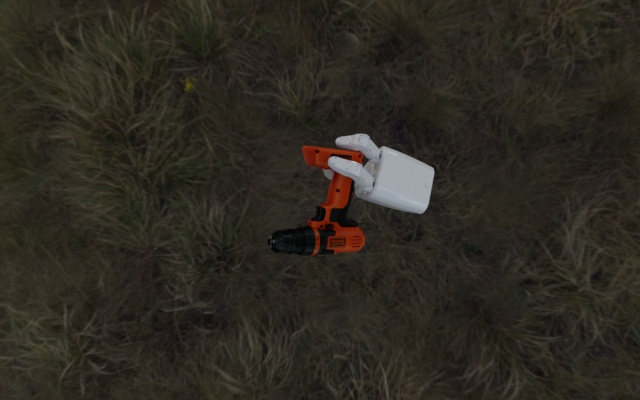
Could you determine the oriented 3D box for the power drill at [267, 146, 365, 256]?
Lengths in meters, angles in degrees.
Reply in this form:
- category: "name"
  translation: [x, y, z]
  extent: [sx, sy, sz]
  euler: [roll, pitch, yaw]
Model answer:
- category: "power drill"
  translation: [0.000, 0.002, 0.823]
  extent: [0.184, 0.188, 0.057]
  euler: [1, 9, -32]
